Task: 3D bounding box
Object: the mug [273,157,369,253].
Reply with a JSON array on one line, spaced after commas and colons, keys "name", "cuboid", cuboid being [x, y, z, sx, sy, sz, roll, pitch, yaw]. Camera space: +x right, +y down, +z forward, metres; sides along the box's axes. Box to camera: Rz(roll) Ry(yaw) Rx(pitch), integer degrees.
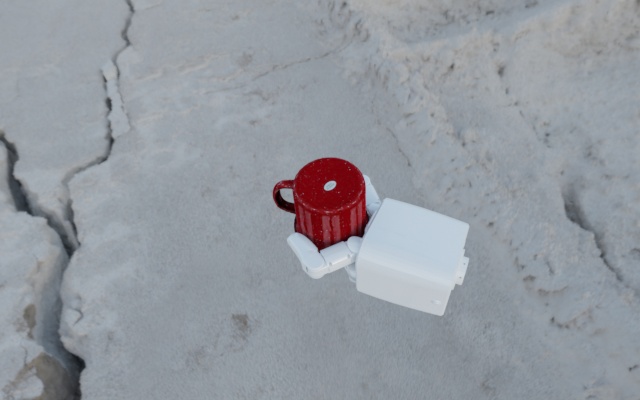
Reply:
[{"name": "mug", "cuboid": [-0.001, 0.001, 0.555, 0.117, 0.093, 0.082, 14, -34, 14]}]
